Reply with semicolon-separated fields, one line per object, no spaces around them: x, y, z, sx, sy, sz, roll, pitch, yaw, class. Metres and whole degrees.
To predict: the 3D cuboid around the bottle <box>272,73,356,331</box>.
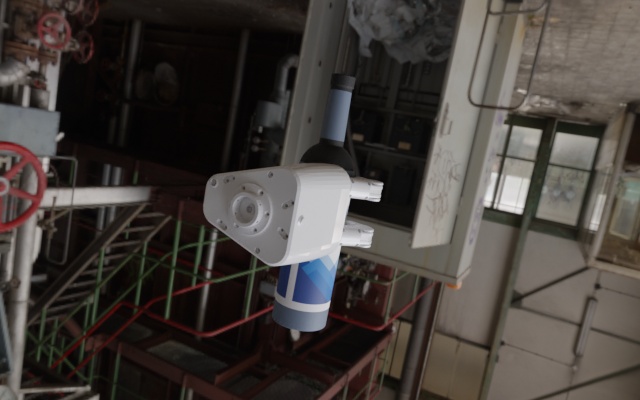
0.000;0.002;0.561;0.069;0.296;0.069;10;8;-1;bottle
